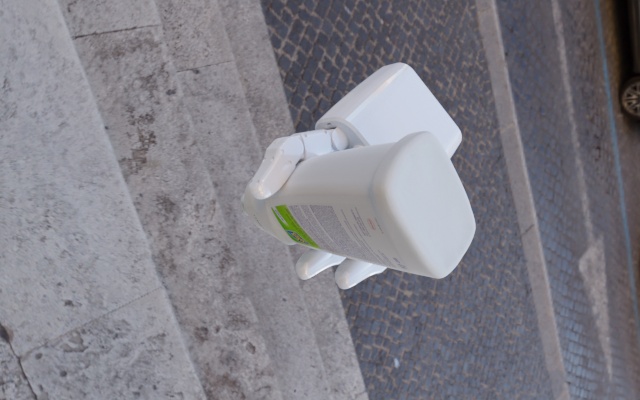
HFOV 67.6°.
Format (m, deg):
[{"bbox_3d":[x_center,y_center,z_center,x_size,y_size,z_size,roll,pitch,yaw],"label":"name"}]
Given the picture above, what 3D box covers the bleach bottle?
[{"bbox_3d":[0.000,0.001,0.412,0.251,0.103,0.068,3,44,51],"label":"bleach bottle"}]
